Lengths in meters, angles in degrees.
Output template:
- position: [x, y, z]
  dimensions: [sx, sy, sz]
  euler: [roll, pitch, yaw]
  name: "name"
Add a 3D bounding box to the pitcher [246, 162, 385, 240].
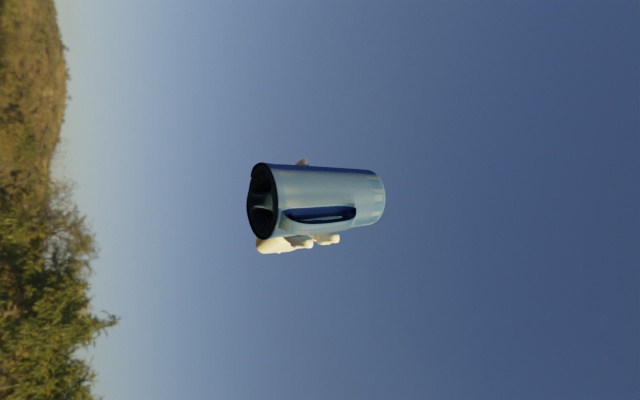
- position: [0.000, 0.003, 0.866]
  dimensions: [0.243, 0.149, 0.145]
  euler: [-2, -19, -31]
  name: "pitcher"
